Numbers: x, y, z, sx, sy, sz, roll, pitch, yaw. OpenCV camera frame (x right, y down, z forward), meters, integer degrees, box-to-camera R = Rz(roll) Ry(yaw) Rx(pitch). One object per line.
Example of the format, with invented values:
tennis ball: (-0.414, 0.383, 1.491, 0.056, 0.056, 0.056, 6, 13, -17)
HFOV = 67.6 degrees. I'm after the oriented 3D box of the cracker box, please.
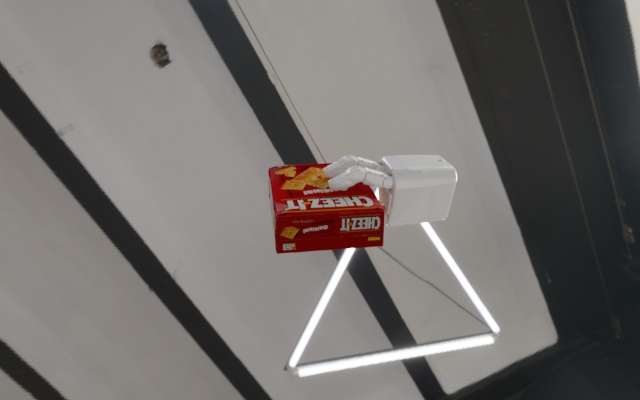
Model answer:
cracker box: (0.000, 0.003, 0.792, 0.164, 0.072, 0.213, -4, 23, -8)
